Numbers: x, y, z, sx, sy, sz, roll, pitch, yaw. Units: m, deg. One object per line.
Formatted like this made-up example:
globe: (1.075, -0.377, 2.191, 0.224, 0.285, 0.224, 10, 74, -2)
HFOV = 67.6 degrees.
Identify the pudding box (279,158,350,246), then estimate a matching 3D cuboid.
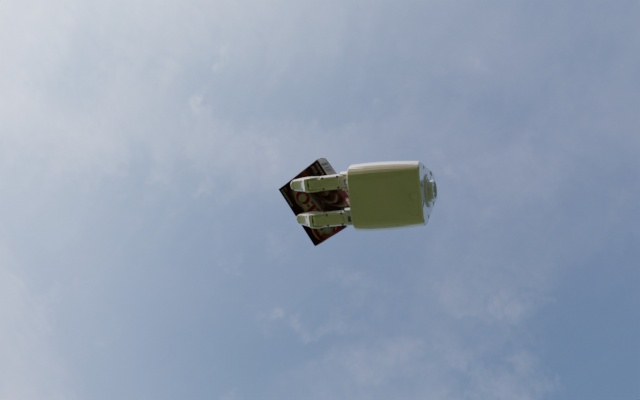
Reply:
pudding box: (0.000, 0.002, 0.759, 0.090, 0.113, 0.039, -35, -7, 28)
